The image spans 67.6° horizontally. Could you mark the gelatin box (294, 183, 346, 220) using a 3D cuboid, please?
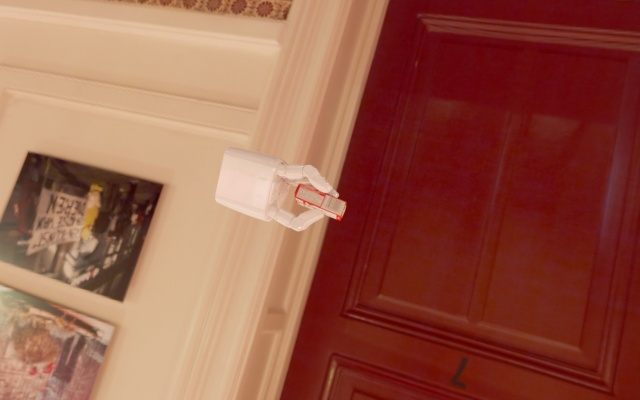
[{"bbox_3d":[0.000,0.003,0.841,0.089,0.030,0.073,23,-7,5],"label":"gelatin box"}]
